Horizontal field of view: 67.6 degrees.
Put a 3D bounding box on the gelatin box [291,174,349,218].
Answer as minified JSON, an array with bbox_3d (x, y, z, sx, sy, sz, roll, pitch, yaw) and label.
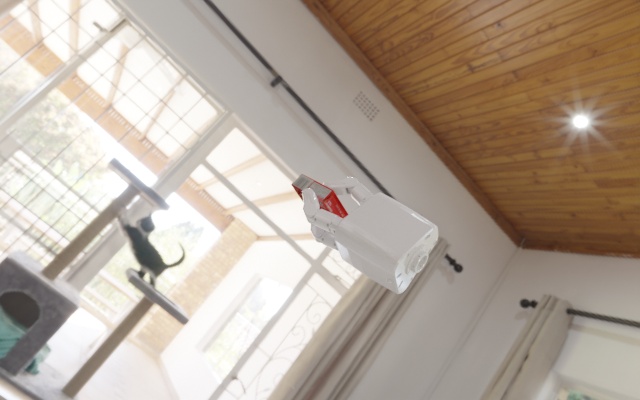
[{"bbox_3d":[0.000,0.002,0.784,0.089,0.030,0.073,30,-21,45],"label":"gelatin box"}]
